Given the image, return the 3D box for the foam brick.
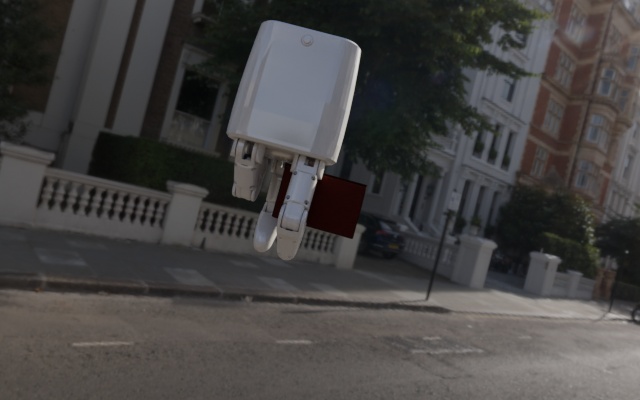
[{"bbox_3d":[0.000,0.002,0.447,0.078,0.051,0.053,16,-3,2],"label":"foam brick"}]
